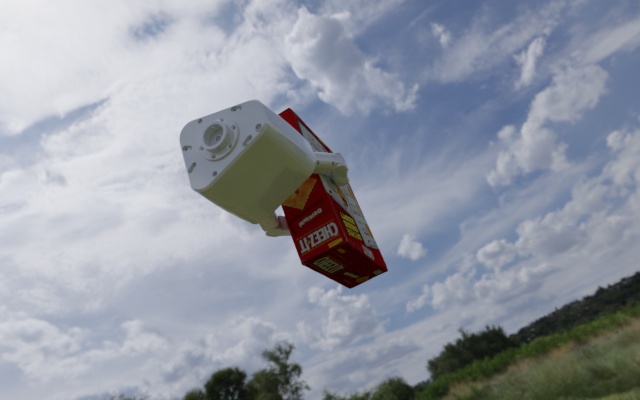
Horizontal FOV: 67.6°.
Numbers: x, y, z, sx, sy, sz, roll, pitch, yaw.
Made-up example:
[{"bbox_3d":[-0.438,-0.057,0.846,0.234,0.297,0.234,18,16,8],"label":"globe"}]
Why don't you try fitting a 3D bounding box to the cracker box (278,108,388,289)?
[{"bbox_3d":[0.000,0.002,0.660,0.072,0.213,0.164,-29,-29,13],"label":"cracker box"}]
